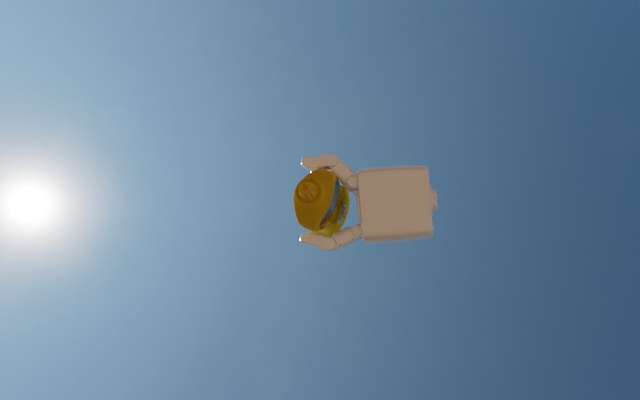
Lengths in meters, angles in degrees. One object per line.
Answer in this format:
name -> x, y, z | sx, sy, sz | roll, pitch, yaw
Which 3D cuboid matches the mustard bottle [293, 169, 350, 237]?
mustard bottle -> 0.000, 0.002, 0.752 | 0.058, 0.096, 0.192 | 21, -6, 16
